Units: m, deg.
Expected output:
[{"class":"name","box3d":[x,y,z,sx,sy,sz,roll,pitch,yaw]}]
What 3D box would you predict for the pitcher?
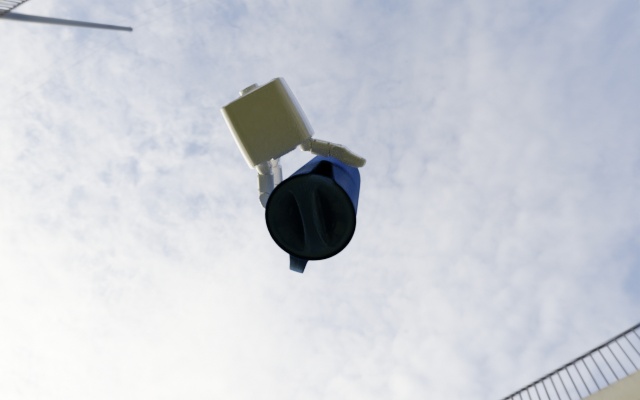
[{"class":"pitcher","box3d":[0.000,0.002,0.789,0.149,0.145,0.242,-28,10,17]}]
